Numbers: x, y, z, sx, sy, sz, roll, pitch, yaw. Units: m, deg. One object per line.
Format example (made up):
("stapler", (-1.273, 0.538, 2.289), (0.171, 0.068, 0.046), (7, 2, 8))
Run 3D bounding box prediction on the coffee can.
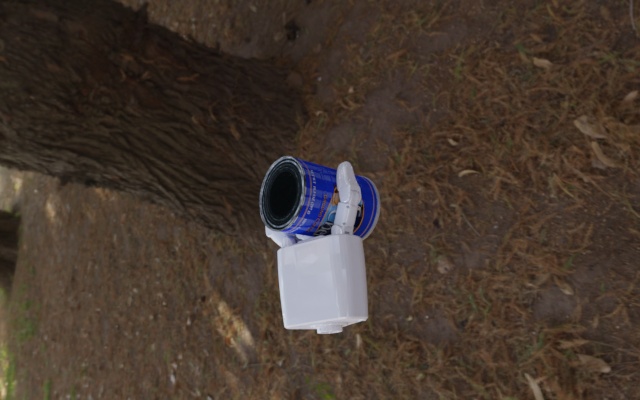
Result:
("coffee can", (0.000, 0.002, 0.676), (0.140, 0.103, 0.103), (12, -8, -39))
